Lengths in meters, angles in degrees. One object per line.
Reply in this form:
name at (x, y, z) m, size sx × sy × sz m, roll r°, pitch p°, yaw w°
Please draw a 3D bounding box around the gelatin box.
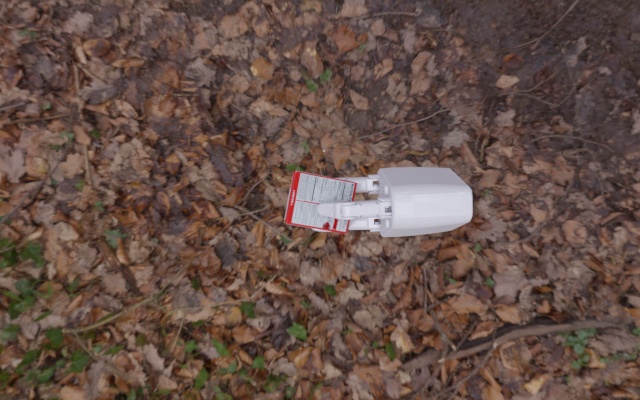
gelatin box at (0.000, 0.002, 0.656) m, size 0.089 × 0.073 × 0.030 m, roll 10°, pitch 4°, yaw -9°
